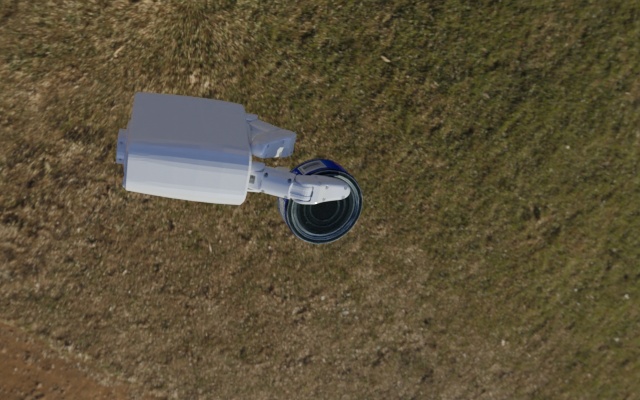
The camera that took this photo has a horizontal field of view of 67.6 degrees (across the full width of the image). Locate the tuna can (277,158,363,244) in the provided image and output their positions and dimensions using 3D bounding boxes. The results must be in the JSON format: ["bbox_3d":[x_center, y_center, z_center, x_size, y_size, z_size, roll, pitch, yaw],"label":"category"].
[{"bbox_3d":[0.000,0.002,0.498,0.086,0.086,0.033,0,23,-21],"label":"tuna can"}]
